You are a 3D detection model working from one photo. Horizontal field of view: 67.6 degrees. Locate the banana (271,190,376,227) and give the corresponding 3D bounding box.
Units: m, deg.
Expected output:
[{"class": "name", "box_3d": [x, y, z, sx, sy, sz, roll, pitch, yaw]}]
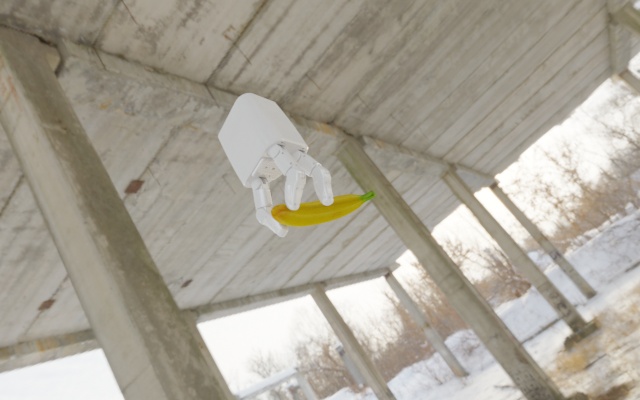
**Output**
[{"class": "banana", "box_3d": [-0.005, 0.013, 0.760, 0.198, 0.037, 0.070, -12, -28, -36]}]
